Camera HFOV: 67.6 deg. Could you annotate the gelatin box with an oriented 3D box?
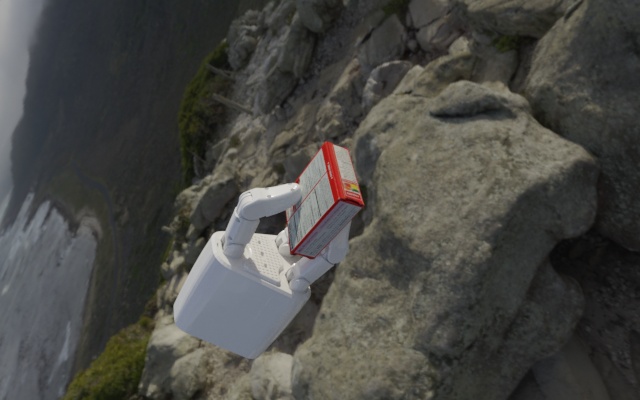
[{"bbox_3d":[0.000,0.001,0.452,0.030,0.073,0.089,16,-47,-28],"label":"gelatin box"}]
